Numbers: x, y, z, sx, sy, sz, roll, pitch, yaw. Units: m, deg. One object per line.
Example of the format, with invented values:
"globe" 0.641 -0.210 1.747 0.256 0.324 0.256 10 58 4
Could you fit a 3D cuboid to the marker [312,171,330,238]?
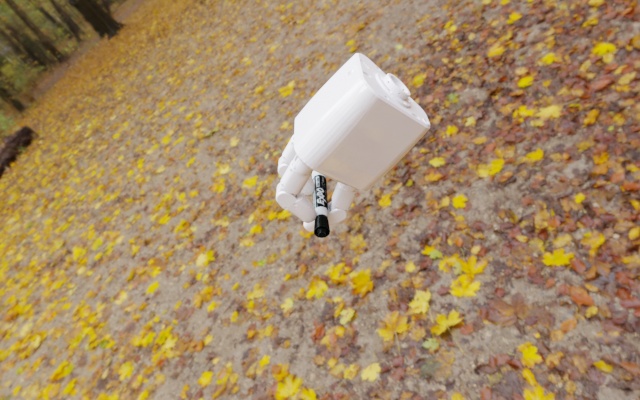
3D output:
"marker" 0.000 0.002 0.589 0.020 0.020 0.121 0 39 -2
